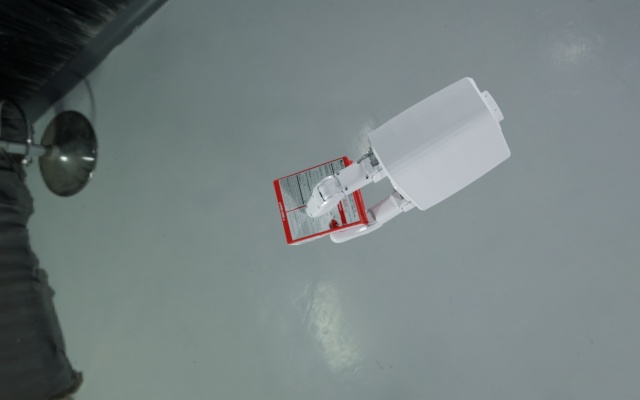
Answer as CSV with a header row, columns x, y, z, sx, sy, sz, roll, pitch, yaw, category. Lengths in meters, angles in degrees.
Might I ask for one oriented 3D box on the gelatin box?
x,y,z,sx,sy,sz,roll,pitch,yaw,category
0.000,0.002,0.512,0.089,0.073,0.030,-18,-11,16,gelatin box
